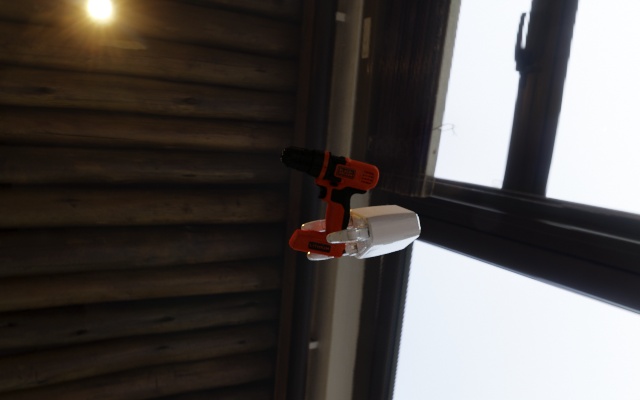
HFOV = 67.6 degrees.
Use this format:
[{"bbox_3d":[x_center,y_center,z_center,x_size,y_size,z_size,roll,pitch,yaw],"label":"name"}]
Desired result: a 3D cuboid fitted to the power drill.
[{"bbox_3d":[0.000,0.003,0.881,0.184,0.188,0.057,13,12,-10],"label":"power drill"}]
